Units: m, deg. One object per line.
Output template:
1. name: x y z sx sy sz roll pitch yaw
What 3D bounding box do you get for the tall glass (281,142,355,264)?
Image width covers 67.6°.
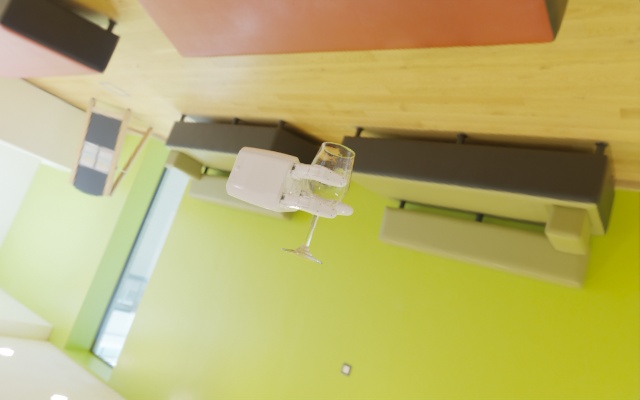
1. tall glass: 0.000 0.003 0.823 0.079 0.201 0.079 19 -11 4
